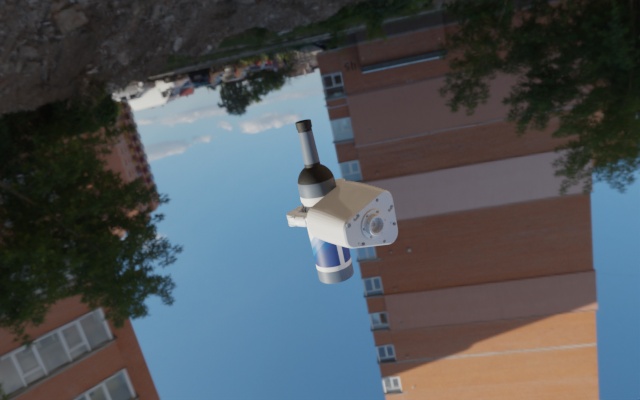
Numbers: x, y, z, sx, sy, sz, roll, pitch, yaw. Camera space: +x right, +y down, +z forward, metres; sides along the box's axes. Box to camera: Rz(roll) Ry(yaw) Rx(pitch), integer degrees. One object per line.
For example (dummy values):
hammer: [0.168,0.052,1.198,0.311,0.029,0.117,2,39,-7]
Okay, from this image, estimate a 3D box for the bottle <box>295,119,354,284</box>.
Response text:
bottle: [0.000,0.003,0.852,0.069,0.296,0.069,-11,17,4]
